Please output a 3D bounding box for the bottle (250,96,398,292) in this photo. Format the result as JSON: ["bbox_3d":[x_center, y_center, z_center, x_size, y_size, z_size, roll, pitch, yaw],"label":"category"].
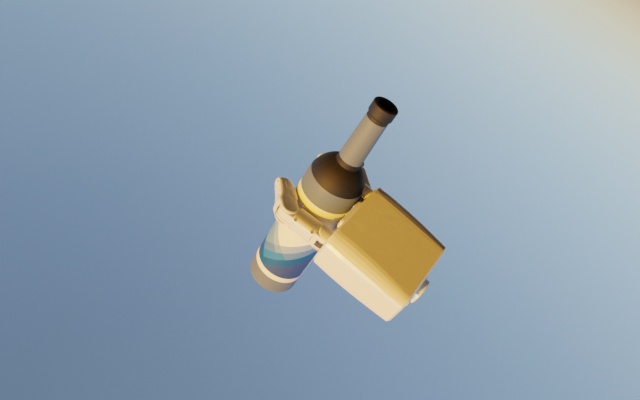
[{"bbox_3d":[0.000,0.002,0.556,0.069,0.069,0.296,0,-40,-35],"label":"bottle"}]
